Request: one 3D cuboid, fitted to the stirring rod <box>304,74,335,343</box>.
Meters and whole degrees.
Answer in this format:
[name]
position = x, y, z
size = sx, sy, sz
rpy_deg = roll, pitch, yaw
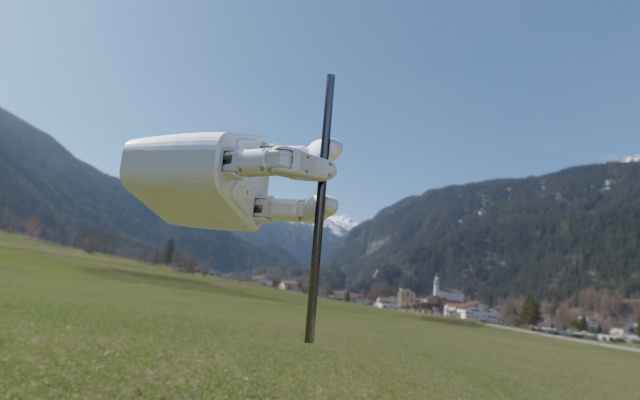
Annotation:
[stirring rod]
position = 0.000, 0.001, 0.422
size = 0.011, 0.239, 0.011
rpy_deg = 5, -11, 1
